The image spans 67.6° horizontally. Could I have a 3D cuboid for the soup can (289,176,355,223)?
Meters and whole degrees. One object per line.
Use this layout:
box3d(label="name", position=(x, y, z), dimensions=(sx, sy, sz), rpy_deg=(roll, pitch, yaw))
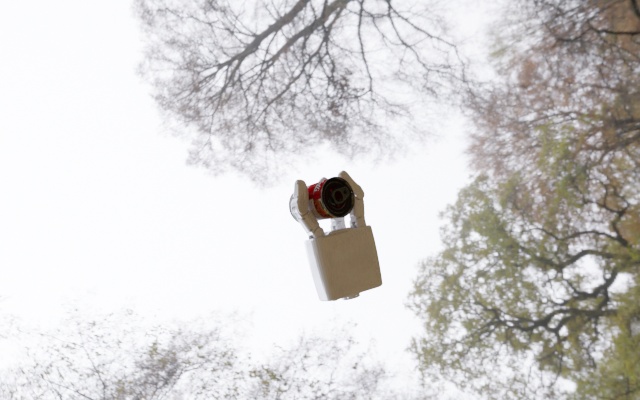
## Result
box3d(label="soup can", position=(0.000, 0.002, 0.811), dimensions=(0.068, 0.068, 0.102), rpy_deg=(0, -10, -36))
